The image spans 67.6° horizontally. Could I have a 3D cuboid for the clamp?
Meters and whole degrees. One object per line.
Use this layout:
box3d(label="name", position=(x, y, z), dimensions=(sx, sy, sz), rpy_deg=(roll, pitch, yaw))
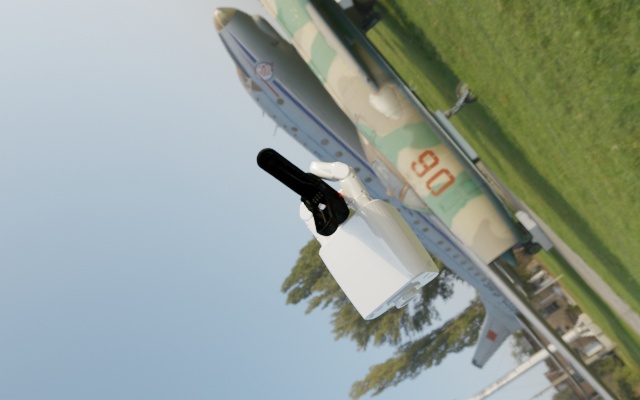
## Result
box3d(label="clamp", position=(0.000, 0.002, 0.564), dimensions=(0.039, 0.120, 0.171), rpy_deg=(-40, -23, 14))
